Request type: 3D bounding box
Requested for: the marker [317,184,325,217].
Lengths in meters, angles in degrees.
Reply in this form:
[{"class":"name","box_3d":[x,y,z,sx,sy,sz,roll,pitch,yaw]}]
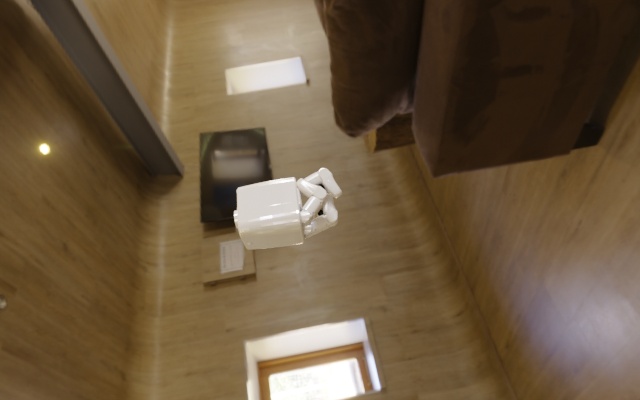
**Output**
[{"class":"marker","box_3d":[0.000,0.003,0.896,0.020,0.020,0.121,0,-26,3]}]
